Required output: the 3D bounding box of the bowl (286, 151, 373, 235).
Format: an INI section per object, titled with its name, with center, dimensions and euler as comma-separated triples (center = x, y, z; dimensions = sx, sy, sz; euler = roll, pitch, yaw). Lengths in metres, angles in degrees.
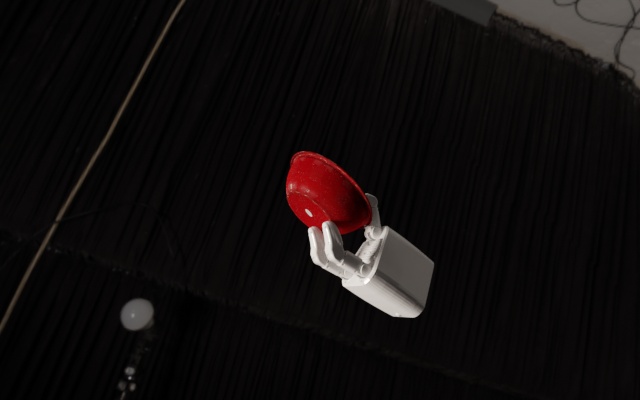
[bowl]
center = -0.001, 0.002, 0.743
dimensions = 0.055, 0.162, 0.162
euler = -47, 24, -24
